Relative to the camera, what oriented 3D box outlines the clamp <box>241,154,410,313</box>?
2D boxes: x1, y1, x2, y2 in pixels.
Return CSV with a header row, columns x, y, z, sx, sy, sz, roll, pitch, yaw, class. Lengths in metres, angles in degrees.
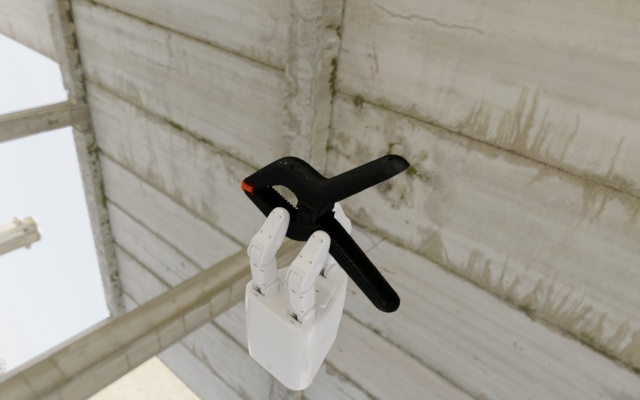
x,y,z,sx,sy,sz,roll,pitch,yaw,class
0.000,0.001,0.476,0.210,0.165,0.036,28,40,31,clamp
